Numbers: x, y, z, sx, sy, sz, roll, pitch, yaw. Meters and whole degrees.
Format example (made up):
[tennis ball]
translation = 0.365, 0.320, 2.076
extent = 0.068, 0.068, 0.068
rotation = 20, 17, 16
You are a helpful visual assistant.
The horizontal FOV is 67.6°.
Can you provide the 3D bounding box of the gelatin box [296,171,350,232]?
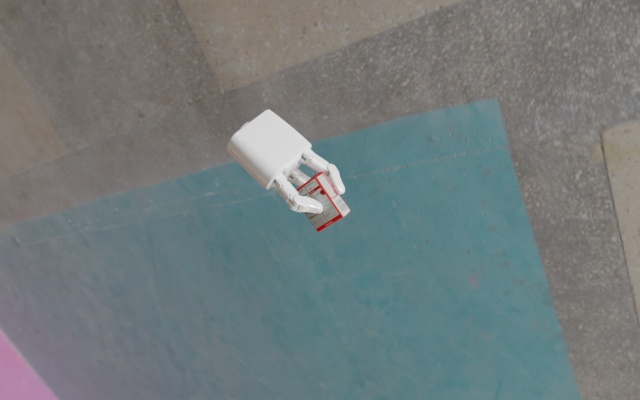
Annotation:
[gelatin box]
translation = 0.000, 0.003, 0.856
extent = 0.073, 0.089, 0.030
rotation = -35, 0, 42
